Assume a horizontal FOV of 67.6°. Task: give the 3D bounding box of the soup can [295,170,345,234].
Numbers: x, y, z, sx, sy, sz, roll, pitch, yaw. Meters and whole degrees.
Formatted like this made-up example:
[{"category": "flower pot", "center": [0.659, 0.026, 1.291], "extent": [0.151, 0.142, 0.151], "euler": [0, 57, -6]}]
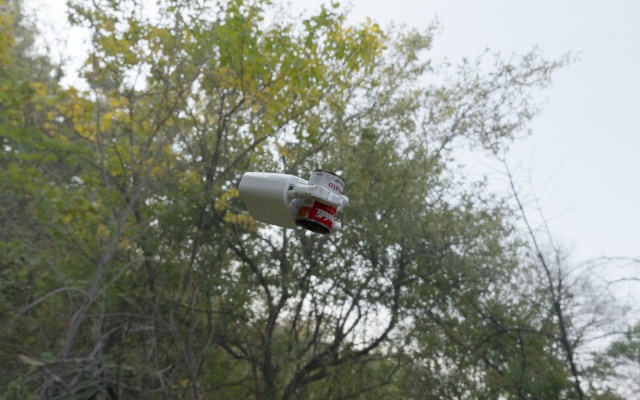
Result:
[{"category": "soup can", "center": [0.001, 0.003, 0.891], "extent": [0.068, 0.102, 0.068], "euler": [16, -19, 6]}]
